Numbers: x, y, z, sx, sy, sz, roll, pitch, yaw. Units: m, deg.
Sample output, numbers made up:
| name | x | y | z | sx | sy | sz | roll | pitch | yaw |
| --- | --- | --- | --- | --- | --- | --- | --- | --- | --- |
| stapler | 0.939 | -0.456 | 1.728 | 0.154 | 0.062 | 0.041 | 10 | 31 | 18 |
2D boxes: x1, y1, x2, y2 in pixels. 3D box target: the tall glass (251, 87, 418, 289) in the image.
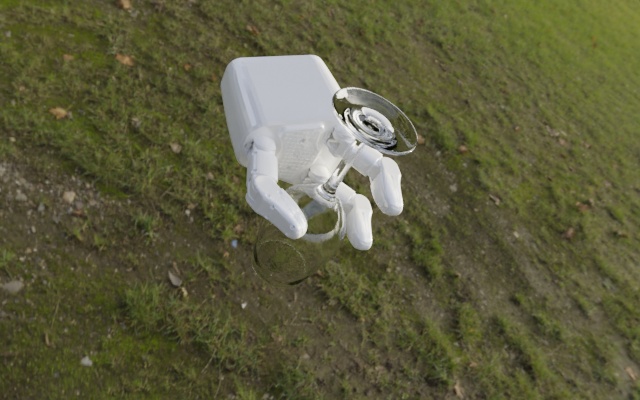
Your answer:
| name | x | y | z | sx | sy | sz | roll | pitch | yaw |
| --- | --- | --- | --- | --- | --- | --- | --- | --- | --- |
| tall glass | 0.000 | 0.001 | 0.426 | 0.079 | 0.079 | 0.201 | 0 | -40 | -33 |
